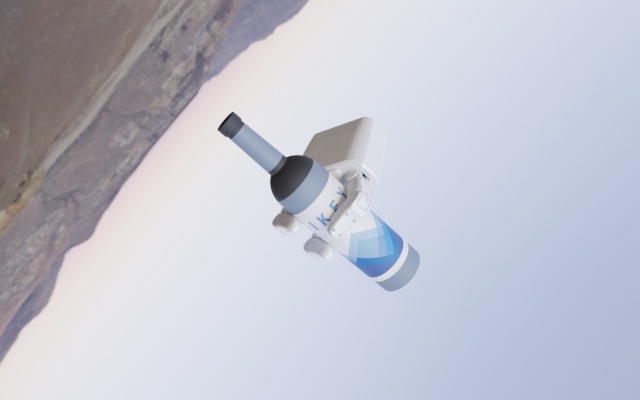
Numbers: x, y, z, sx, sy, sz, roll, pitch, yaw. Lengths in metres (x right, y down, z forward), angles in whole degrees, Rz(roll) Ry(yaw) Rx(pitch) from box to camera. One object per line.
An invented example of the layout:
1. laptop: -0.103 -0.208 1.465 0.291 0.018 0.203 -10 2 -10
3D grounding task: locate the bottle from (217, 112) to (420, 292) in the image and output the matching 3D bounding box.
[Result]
1. bottle: 0.000 0.002 0.574 0.296 0.069 0.069 40 -17 -21
